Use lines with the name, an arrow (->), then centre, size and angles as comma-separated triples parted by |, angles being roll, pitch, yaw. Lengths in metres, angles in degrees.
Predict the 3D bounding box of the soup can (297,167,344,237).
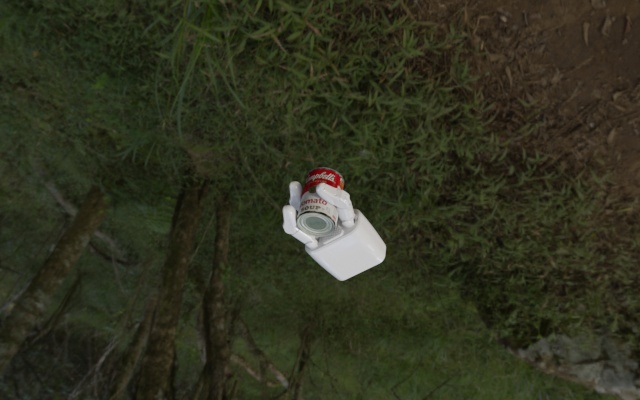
soup can -> 0.000, 0.003, 0.818 | 0.068, 0.102, 0.069 | 7, -39, 6
